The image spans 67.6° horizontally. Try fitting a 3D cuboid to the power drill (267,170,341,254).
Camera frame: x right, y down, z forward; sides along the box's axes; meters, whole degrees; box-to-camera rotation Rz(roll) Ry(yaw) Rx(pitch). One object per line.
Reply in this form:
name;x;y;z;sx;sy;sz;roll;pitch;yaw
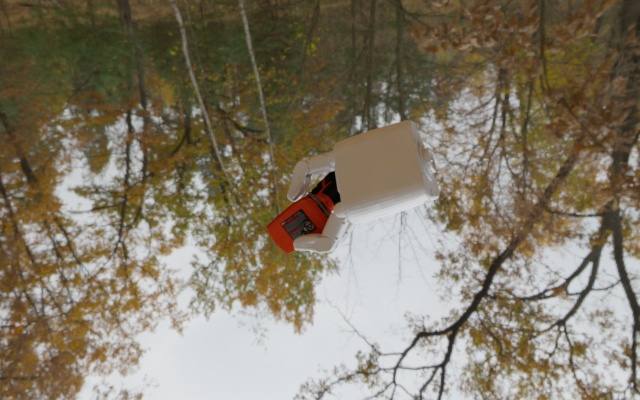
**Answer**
power drill;0.000;0.003;0.729;0.184;0.057;0.187;-38;4;42
